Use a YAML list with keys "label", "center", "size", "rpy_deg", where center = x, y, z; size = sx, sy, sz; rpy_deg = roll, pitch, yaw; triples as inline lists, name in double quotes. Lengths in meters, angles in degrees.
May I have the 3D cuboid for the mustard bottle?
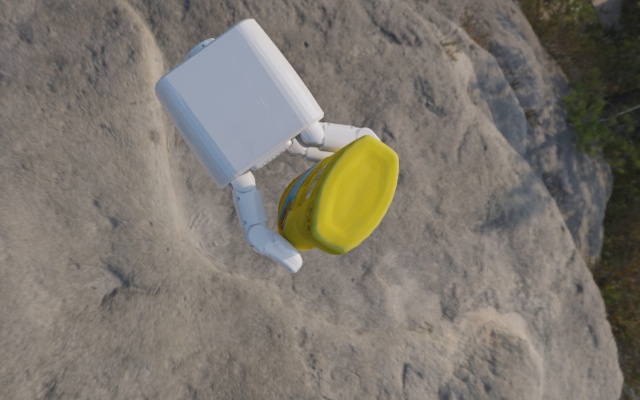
- label: "mustard bottle"
  center: [0.000, 0.002, 0.449]
  size: [0.058, 0.096, 0.191]
  rpy_deg: [31, -13, -13]
